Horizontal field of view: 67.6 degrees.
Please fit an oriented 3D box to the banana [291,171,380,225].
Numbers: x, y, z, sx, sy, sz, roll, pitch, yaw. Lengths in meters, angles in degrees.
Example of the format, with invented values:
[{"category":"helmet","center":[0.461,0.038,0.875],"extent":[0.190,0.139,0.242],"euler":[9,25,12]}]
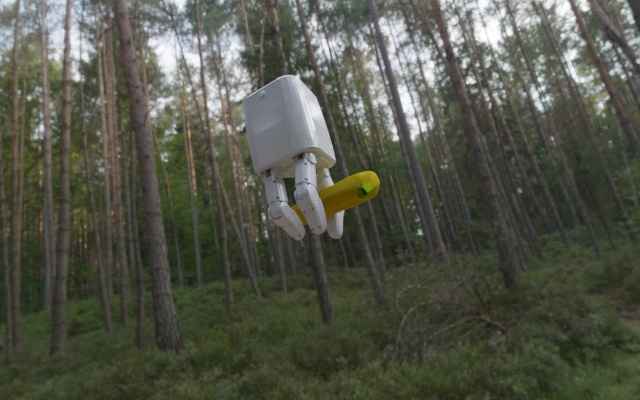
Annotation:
[{"category":"banana","center":[0.017,-0.003,0.614],"extent":[0.069,0.037,0.198],"euler":[-14,-7,-35]}]
